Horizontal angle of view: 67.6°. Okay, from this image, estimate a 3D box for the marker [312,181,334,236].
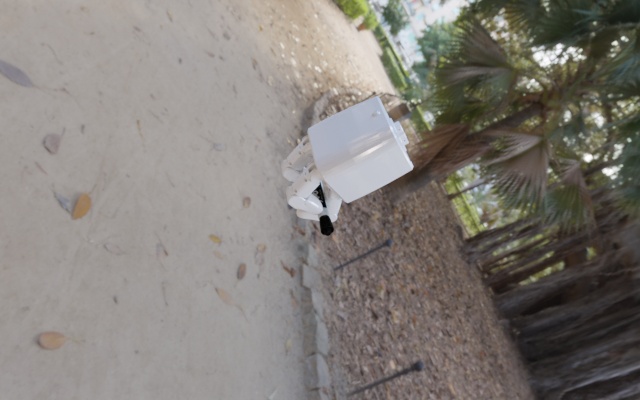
[{"bbox_3d":[0.000,0.002,0.688,0.020,0.121,0.020,-7,-43,-7],"label":"marker"}]
